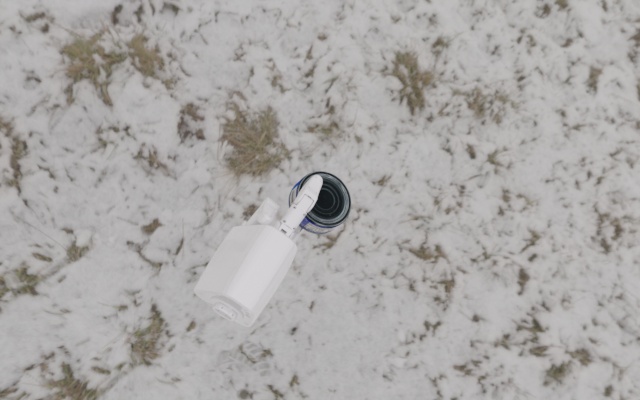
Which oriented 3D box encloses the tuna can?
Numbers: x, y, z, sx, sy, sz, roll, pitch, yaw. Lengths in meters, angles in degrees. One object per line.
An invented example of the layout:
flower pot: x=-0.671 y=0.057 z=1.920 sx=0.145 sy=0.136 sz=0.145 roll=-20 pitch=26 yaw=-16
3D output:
tuna can: x=0.000 y=0.002 z=0.677 sx=0.086 sy=0.086 sz=0.034 roll=0 pitch=-19 yaw=-26
